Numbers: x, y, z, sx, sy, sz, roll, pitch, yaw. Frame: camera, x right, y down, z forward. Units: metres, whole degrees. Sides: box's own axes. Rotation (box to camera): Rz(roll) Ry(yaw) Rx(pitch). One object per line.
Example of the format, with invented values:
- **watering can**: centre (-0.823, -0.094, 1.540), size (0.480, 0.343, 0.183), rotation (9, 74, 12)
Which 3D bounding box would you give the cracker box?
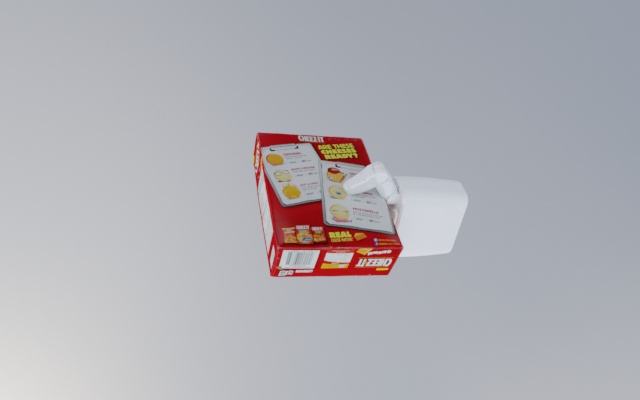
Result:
- **cracker box**: centre (0.000, 0.002, 0.658), size (0.164, 0.213, 0.072), rotation (1, -44, -18)
